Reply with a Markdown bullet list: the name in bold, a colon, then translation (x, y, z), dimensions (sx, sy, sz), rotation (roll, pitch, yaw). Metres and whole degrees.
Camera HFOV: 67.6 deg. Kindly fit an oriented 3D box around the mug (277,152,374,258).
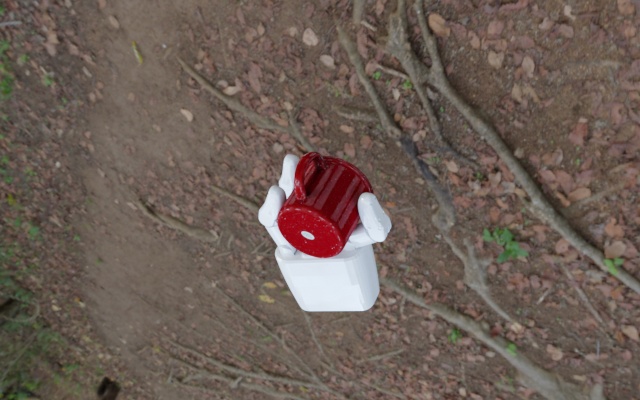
- **mug**: translation (0.000, 0.001, 0.531), dimensions (0.093, 0.117, 0.081), rotation (6, 44, 28)
